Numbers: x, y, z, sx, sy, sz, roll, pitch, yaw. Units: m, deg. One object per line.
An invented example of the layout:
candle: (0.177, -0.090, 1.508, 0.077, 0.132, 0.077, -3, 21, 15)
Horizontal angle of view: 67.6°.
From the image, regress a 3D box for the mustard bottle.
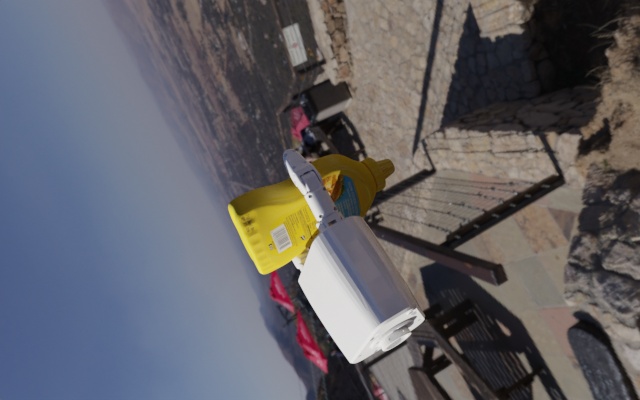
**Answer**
mustard bottle: (0.000, 0.002, 0.537, 0.191, 0.096, 0.058, -27, 38, -13)
